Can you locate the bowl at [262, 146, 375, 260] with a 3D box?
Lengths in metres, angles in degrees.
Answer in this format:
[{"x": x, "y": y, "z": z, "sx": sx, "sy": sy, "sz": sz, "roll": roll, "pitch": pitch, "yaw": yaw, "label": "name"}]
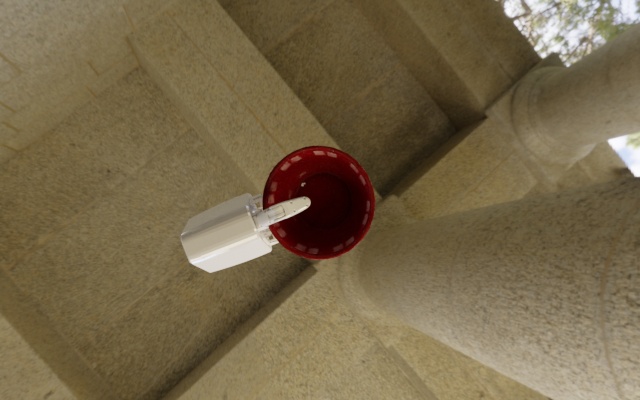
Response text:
[{"x": 0.001, "y": 0.002, "z": 0.698, "sx": 0.162, "sy": 0.162, "sz": 0.055, "roll": 0, "pitch": 3, "yaw": 10, "label": "bowl"}]
